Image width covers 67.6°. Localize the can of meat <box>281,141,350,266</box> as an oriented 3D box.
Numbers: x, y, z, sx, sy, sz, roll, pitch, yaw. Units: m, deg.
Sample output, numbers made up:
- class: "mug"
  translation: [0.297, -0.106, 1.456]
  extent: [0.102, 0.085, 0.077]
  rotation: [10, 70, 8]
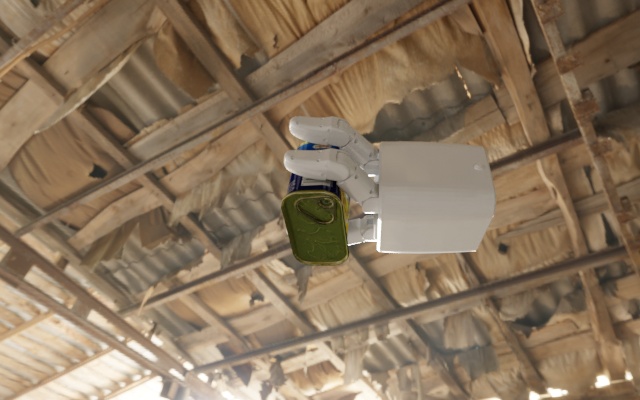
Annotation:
- class: "can of meat"
  translation: [0.000, 0.001, 0.483]
  extent: [0.057, 0.102, 0.083]
  rotation: [-2, 44, 9]
